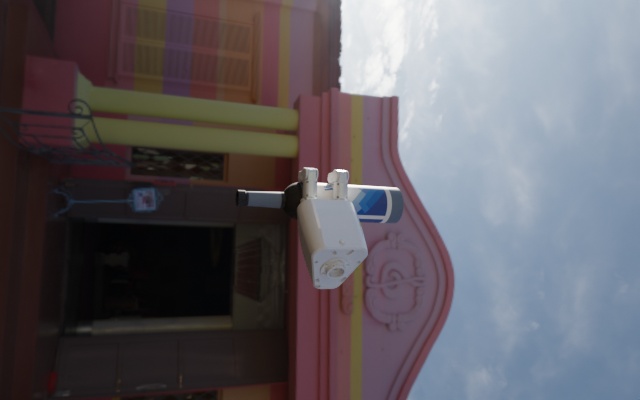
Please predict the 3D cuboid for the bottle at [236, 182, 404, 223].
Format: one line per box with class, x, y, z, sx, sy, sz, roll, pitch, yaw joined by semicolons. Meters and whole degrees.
bottle;0.000;0.003;0.840;0.296;0.069;0.069;3;-1;-19
